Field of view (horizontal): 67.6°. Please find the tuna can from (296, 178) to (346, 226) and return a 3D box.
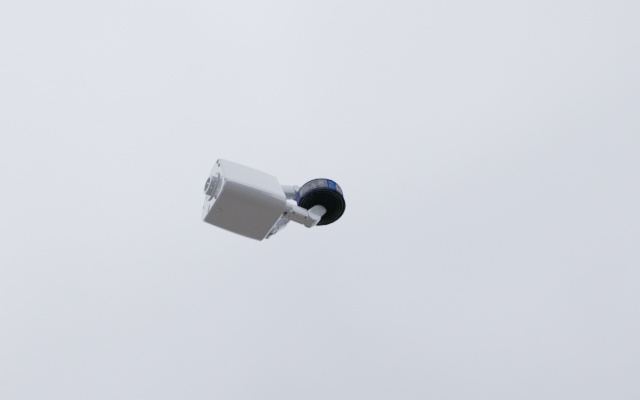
[{"bbox_3d":[0.000,0.002,0.841,0.086,0.086,0.033,0,39,-9],"label":"tuna can"}]
